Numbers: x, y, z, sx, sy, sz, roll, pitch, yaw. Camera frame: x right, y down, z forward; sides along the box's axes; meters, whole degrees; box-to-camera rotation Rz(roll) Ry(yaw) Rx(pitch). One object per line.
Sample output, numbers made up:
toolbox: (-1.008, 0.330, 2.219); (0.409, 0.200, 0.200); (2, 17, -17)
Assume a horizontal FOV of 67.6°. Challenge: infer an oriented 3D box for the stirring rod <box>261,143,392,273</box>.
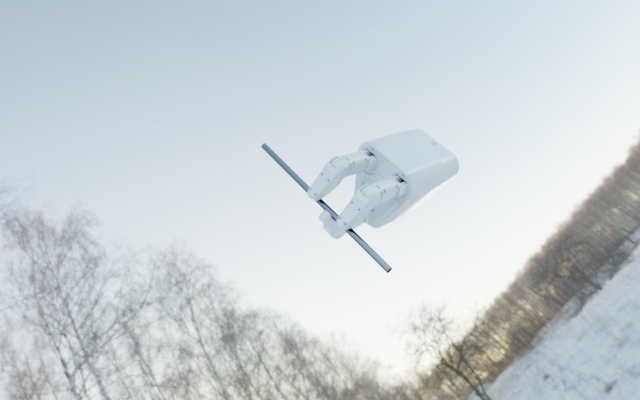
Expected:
stirring rod: (0.000, 0.002, 0.578); (0.239, 0.011, 0.011); (45, 25, 28)
